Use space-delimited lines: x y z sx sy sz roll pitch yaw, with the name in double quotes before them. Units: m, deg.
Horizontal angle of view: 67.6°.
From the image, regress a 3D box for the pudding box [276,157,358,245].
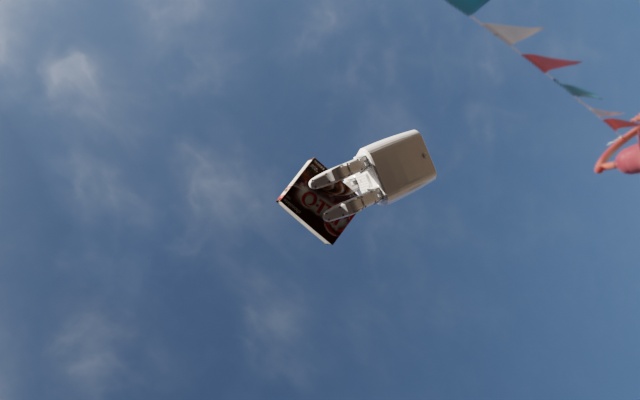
"pudding box" 0.000 0.002 0.758 0.113 0.090 0.039 40 -15 -10
